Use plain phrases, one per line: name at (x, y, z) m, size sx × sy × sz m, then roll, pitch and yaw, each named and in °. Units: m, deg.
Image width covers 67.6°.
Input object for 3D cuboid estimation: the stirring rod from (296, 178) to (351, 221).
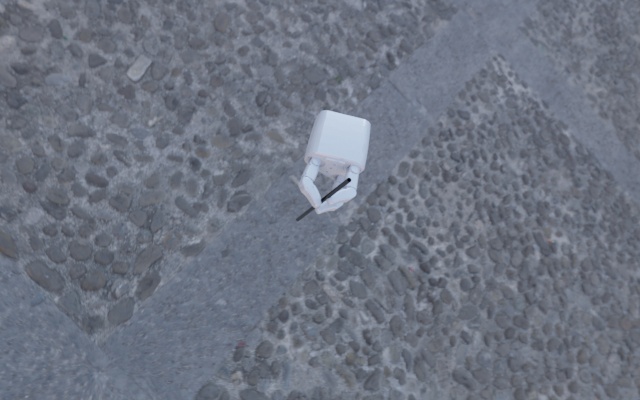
stirring rod at (0.000, 0.003, 0.899) m, size 0.011 × 0.011 × 0.239 m, roll 0°, pitch -18°, yaw -25°
